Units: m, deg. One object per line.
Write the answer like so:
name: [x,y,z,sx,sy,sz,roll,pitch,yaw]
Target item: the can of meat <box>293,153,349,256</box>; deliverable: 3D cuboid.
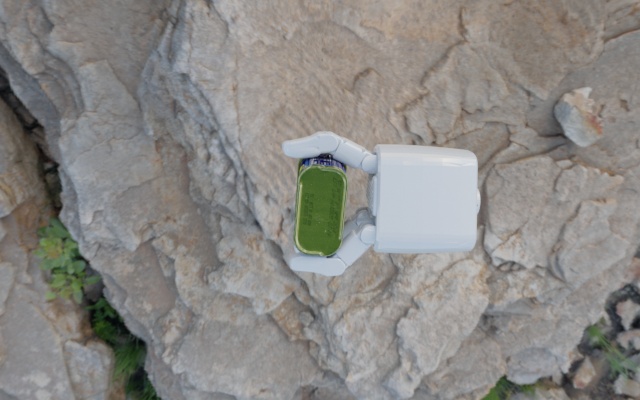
can of meat: [0.000,0.002,0.524,0.057,0.102,0.084,4,15,-2]
